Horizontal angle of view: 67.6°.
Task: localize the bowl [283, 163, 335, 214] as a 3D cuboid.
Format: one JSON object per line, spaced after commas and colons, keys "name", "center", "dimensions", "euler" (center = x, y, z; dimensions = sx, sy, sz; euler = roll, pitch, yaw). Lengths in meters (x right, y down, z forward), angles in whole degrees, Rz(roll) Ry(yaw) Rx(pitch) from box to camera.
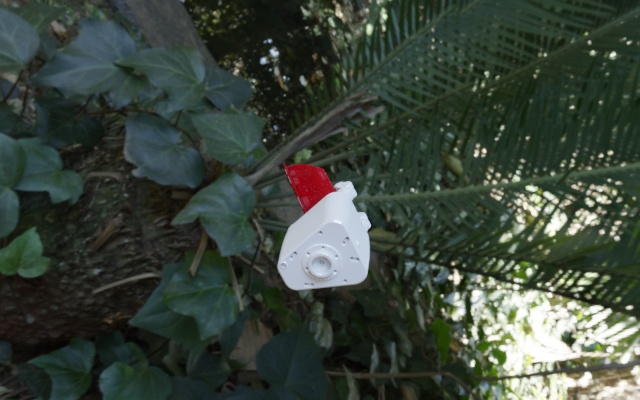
{"name": "bowl", "center": [0.000, 0.002, 0.763], "dimensions": [0.055, 0.162, 0.162], "euler": [-27, 0, 1]}
